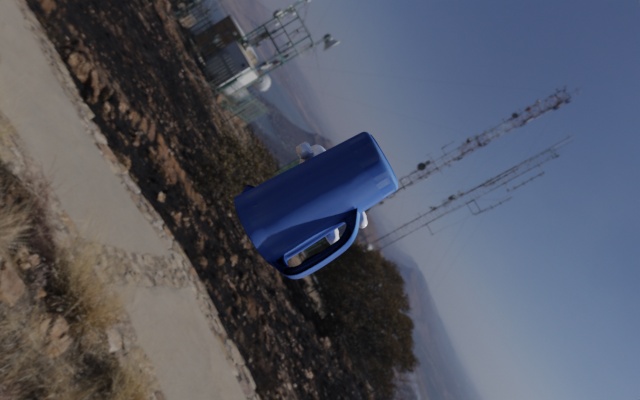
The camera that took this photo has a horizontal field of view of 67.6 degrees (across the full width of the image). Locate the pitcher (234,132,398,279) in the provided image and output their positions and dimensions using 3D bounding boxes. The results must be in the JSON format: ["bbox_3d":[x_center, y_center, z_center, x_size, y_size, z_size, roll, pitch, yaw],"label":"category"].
[{"bbox_3d":[0.000,0.002,0.758,0.243,0.149,0.145,-30,15,5],"label":"pitcher"}]
